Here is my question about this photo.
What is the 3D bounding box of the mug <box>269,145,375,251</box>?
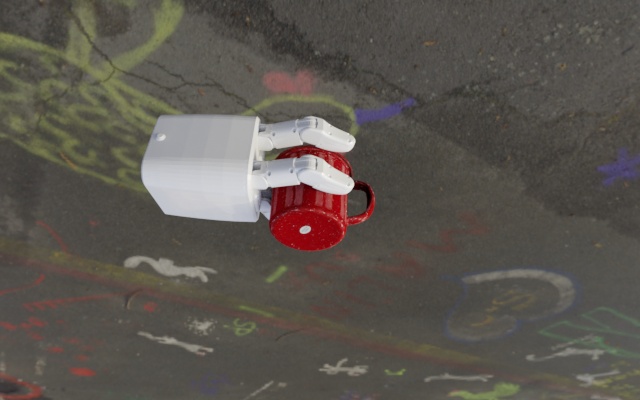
[{"bbox_3d":[0.002,0.002,0.518,0.117,0.081,0.093,3,-38,0],"label":"mug"}]
